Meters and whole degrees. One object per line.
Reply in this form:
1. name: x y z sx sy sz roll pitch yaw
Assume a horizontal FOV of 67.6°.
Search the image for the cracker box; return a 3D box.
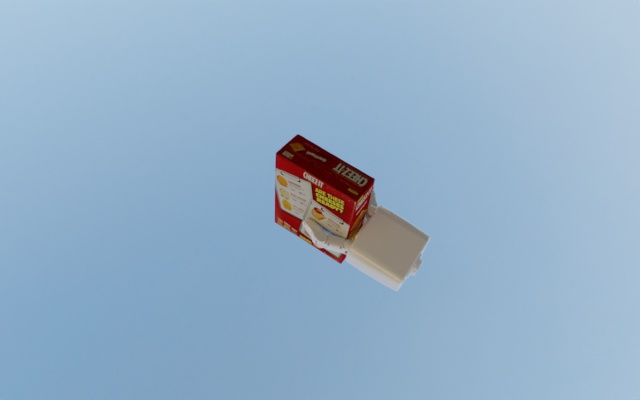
1. cracker box: 0.000 0.003 0.874 0.164 0.072 0.214 31 -33 16
